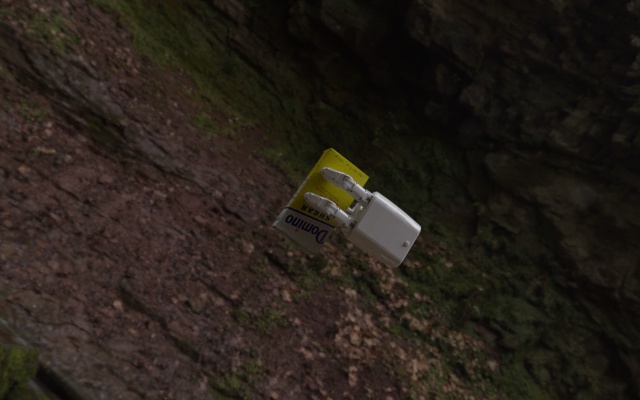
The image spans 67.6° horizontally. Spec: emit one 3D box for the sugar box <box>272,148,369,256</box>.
[{"bbox_3d":[0.000,0.003,0.863,0.093,0.176,0.048,36,-14,-10],"label":"sugar box"}]
